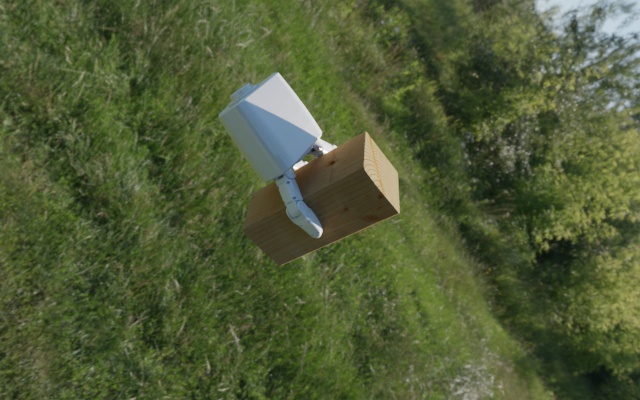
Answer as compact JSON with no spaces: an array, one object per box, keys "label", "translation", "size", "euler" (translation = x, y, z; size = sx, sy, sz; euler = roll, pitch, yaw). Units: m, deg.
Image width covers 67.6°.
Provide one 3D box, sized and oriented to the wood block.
[{"label":"wood block","translation":[0.000,0.002,0.683],"size":[0.206,0.090,0.090],"euler":[-26,32,27]}]
